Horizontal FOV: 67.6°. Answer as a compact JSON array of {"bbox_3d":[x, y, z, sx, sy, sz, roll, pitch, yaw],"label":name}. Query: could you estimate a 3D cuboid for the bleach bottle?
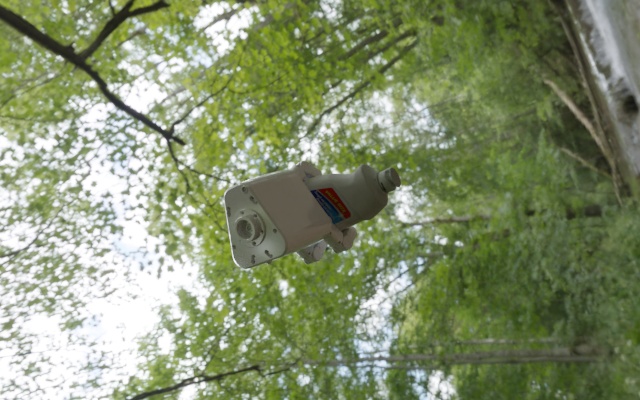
[{"bbox_3d":[0.000,0.002,0.711,0.251,0.102,0.068,-23,-1,32],"label":"bleach bottle"}]
